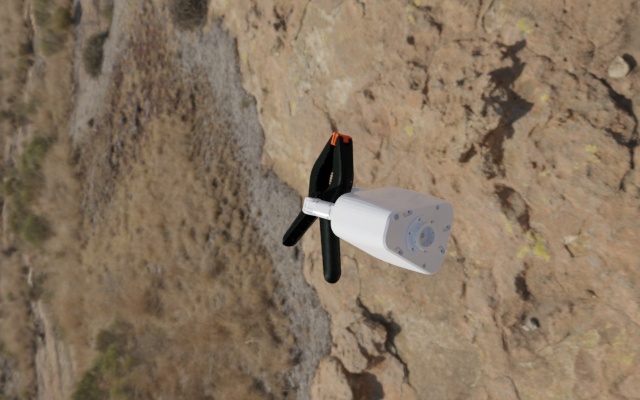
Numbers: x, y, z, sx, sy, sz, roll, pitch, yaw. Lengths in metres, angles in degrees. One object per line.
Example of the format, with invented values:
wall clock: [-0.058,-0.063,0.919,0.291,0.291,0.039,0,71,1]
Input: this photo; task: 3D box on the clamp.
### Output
clamp: [0.000,0.002,0.721,0.036,0.210,0.164,10,3,-32]
